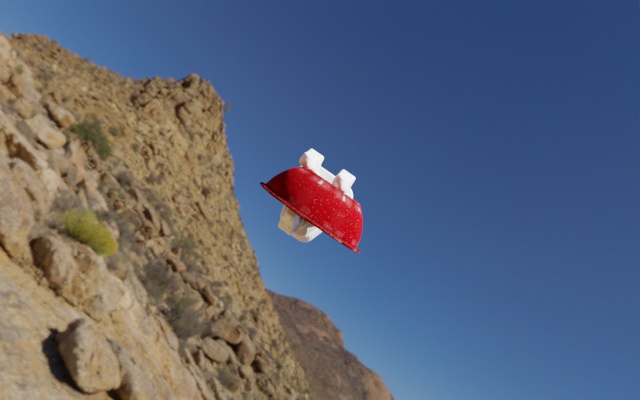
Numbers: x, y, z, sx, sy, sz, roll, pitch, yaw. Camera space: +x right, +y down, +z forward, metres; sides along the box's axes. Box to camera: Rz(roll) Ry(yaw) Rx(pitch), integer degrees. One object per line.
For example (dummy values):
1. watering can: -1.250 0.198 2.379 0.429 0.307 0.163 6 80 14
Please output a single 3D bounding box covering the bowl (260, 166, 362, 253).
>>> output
1. bowl: 0.000 0.002 0.637 0.162 0.055 0.162 35 1 -1
